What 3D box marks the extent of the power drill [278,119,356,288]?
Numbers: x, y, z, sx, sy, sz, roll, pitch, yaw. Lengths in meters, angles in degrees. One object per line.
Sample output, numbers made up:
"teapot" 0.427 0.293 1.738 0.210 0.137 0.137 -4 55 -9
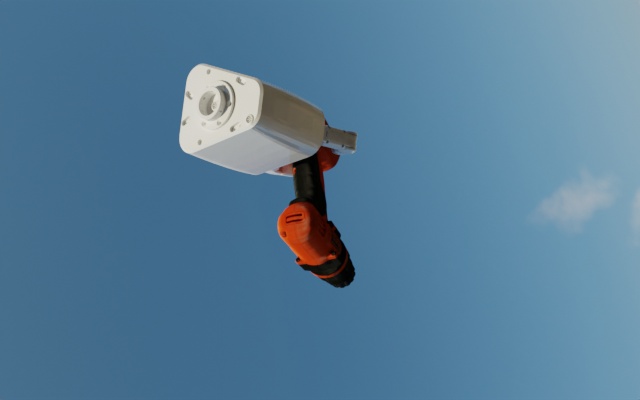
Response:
"power drill" 0.000 0.001 0.592 0.057 0.187 0.184 -12 -31 12
